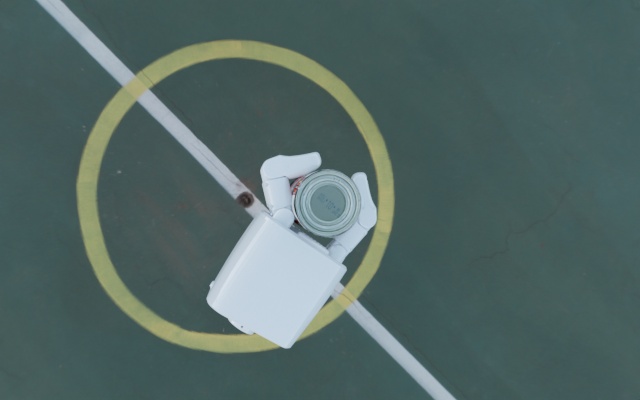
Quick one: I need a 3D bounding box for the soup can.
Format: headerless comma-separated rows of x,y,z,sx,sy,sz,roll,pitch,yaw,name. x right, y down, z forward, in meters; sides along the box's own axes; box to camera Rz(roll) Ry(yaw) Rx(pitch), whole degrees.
0.001,0.001,0.508,0.068,0.068,0.102,0,1,-8,soup can
